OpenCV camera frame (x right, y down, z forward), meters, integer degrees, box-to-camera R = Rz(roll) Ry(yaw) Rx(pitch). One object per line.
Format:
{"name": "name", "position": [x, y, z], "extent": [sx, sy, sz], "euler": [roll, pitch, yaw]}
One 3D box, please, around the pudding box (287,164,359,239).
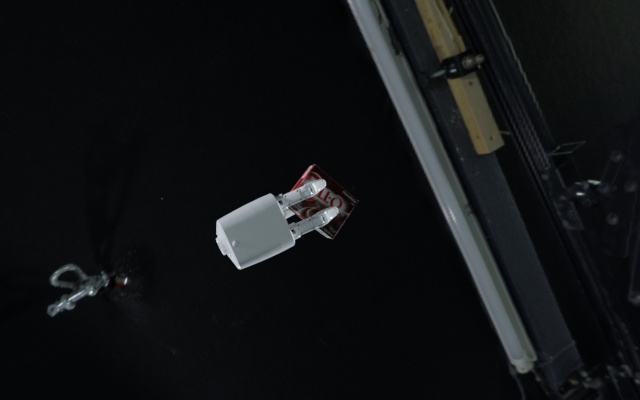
{"name": "pudding box", "position": [0.000, 0.003, 0.882], "extent": [0.113, 0.090, 0.039], "euler": [39, -14, -16]}
